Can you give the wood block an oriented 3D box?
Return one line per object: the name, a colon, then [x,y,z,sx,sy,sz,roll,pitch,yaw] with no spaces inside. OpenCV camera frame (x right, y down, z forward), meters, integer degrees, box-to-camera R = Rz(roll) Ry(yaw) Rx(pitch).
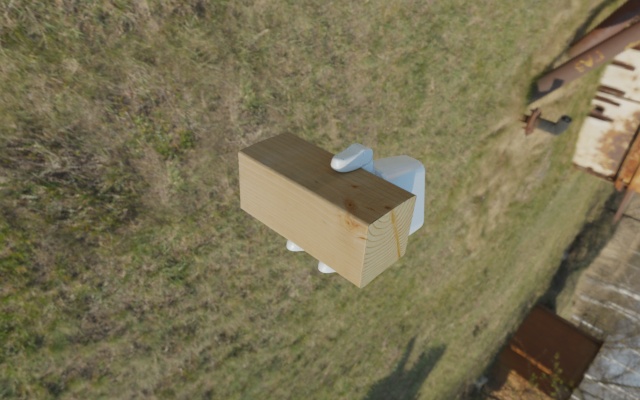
wood block: [0.000,0.002,0.582,0.206,0.091,0.090,30,41,33]
